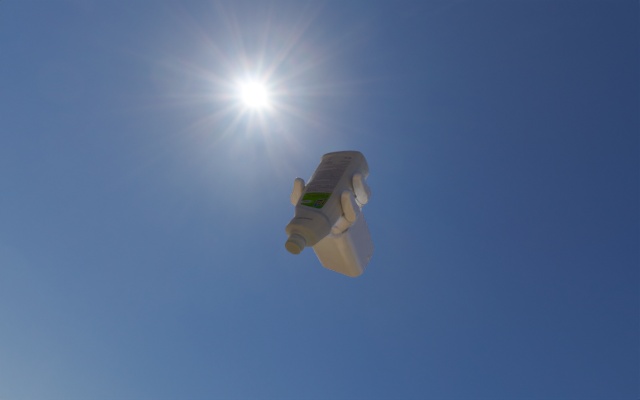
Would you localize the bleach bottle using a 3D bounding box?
[{"bbox_3d":[0.000,0.003,0.859,0.102,0.068,0.250,-4,35,34],"label":"bleach bottle"}]
